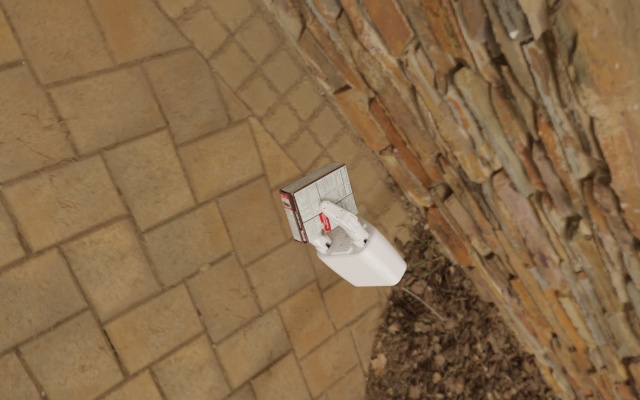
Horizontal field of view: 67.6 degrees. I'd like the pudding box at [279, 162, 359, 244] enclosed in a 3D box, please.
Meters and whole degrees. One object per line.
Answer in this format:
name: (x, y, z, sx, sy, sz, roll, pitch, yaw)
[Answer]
pudding box: (0.000, 0.002, 0.736, 0.113, 0.090, 0.039, -31, 25, -32)
